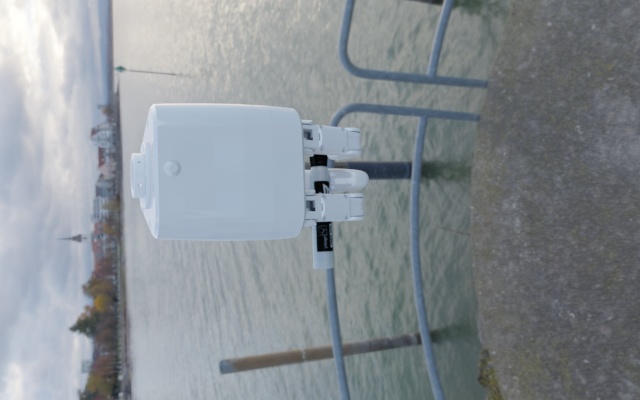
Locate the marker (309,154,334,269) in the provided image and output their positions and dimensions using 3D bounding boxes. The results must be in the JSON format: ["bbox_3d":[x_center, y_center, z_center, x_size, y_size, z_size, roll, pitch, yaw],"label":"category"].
[{"bbox_3d":[0.000,0.001,0.438,0.020,0.121,0.020,-3,-3,0],"label":"marker"}]
